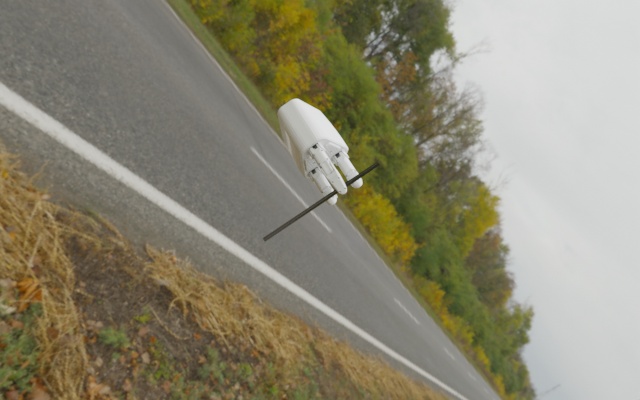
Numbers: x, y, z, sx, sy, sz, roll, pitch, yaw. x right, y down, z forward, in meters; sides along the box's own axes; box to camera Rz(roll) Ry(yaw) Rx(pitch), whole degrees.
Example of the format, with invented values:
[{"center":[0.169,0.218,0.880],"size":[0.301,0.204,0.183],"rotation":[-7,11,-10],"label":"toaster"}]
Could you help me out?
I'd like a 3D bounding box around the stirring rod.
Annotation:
[{"center":[0.000,0.003,0.831],"size":[0.239,0.011,0.011],"rotation":[-34,-4,5],"label":"stirring rod"}]
